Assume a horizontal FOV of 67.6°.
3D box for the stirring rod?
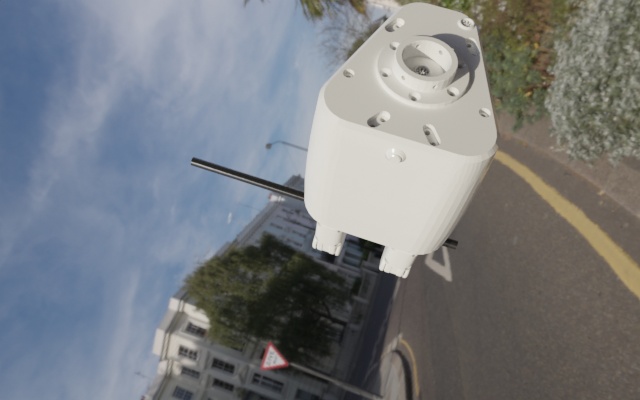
[{"bbox_3d":[0.000,0.001,0.413,0.239,0.011,0.011,18,2,6],"label":"stirring rod"}]
